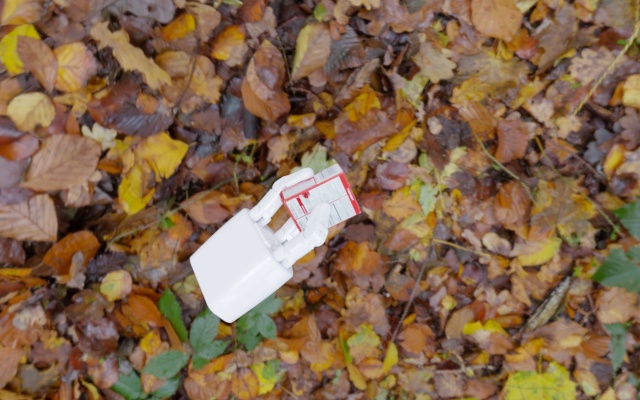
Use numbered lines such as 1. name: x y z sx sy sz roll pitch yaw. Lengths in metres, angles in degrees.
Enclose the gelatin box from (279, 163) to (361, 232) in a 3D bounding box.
1. gelatin box: 0.001 0.002 0.640 0.089 0.073 0.030 -26 34 1
